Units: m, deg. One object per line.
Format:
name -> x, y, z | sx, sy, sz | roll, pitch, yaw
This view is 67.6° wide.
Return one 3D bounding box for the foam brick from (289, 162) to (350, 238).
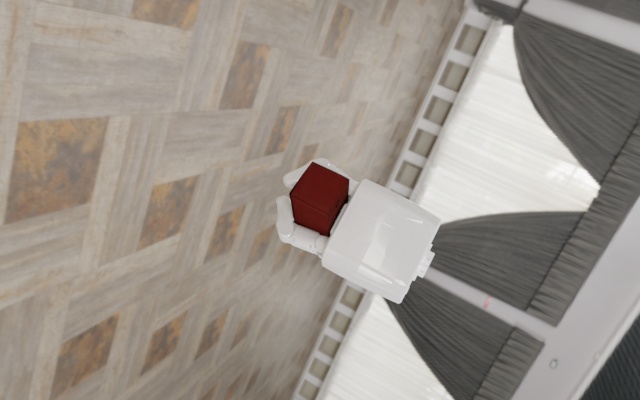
foam brick -> 0.000, 0.002, 0.566 | 0.051, 0.053, 0.078 | 27, -23, 15
